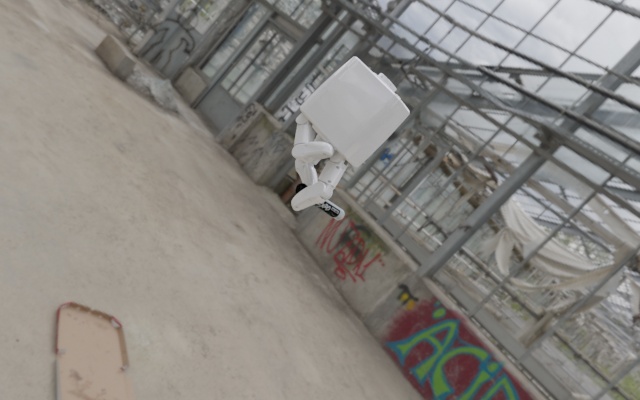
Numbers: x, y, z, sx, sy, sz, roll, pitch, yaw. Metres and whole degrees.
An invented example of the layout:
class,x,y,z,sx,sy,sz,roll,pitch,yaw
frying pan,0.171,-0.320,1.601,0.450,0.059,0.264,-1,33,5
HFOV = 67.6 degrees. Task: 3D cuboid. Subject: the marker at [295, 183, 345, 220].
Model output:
class,x,y,z,sx,sy,sz,roll,pitch,yaw
marker,0.000,0.002,0.713,0.020,0.020,0.121,0,-20,33
